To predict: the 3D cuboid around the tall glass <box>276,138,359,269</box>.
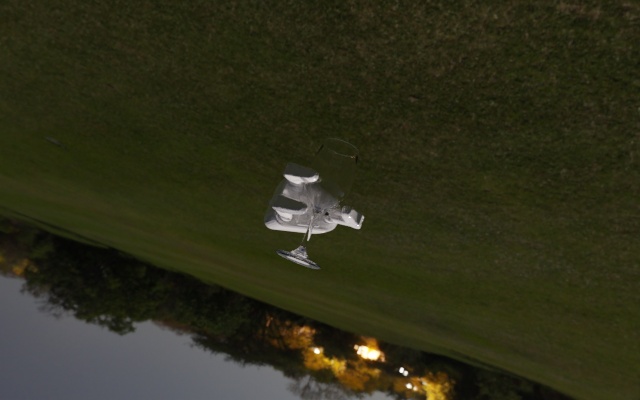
[{"bbox_3d":[0.000,0.003,0.762,0.079,0.201,0.079,20,-14,5],"label":"tall glass"}]
